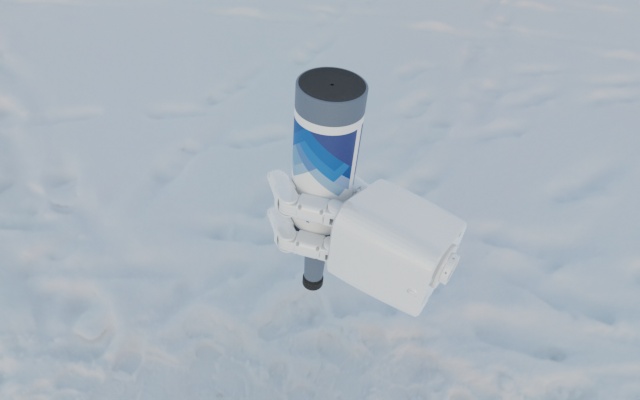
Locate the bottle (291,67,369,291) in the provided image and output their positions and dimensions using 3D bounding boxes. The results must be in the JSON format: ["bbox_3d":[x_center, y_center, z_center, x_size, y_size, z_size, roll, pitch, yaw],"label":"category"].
[{"bbox_3d":[0.000,0.002,0.532,0.069,0.296,0.069,3,43,-3],"label":"bottle"}]
